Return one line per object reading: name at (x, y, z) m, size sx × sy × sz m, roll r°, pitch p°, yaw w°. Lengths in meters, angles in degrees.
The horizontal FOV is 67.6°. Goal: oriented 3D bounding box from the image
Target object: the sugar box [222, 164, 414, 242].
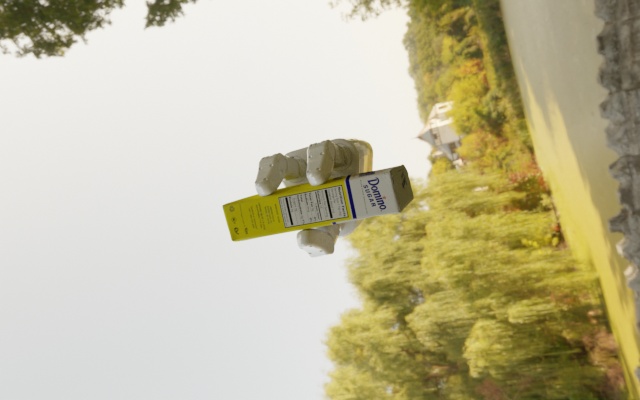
sugar box at (0.000, 0.001, 0.490) m, size 0.176 × 0.048 × 0.093 m, roll -14°, pitch 3°, yaw 19°
